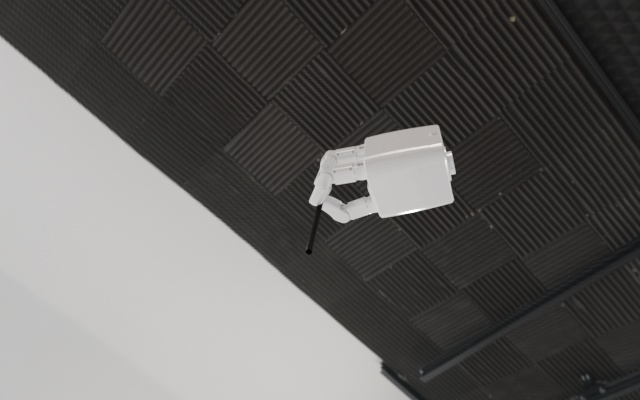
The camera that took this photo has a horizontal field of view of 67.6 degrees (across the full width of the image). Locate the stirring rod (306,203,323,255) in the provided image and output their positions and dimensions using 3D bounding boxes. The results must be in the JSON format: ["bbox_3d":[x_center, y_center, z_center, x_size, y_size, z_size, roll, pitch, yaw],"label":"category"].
[{"bbox_3d":[0.000,0.002,0.689,0.011,0.011,0.239,0,31,8],"label":"stirring rod"}]
